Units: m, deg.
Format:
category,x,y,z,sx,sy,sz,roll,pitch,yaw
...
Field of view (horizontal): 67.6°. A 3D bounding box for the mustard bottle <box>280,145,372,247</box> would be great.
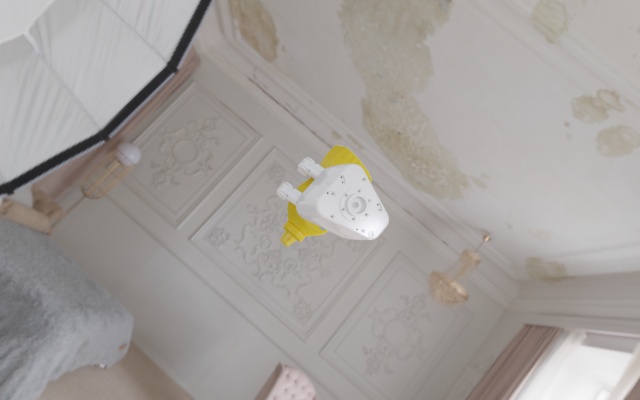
category,x,y,z,sx,sy,sz,roll,pitch,yaw
mustard bottle,0.000,0.002,0.825,0.058,0.191,0.096,26,-19,53
